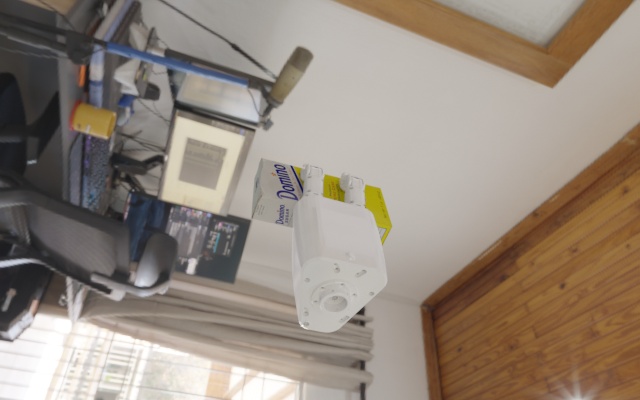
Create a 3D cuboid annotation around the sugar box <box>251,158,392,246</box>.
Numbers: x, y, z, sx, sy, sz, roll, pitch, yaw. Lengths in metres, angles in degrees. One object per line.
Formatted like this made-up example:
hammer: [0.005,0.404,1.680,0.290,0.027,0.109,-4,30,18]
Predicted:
sugar box: [0.000,0.002,0.632,0.176,0.048,0.093,15,32,-16]
